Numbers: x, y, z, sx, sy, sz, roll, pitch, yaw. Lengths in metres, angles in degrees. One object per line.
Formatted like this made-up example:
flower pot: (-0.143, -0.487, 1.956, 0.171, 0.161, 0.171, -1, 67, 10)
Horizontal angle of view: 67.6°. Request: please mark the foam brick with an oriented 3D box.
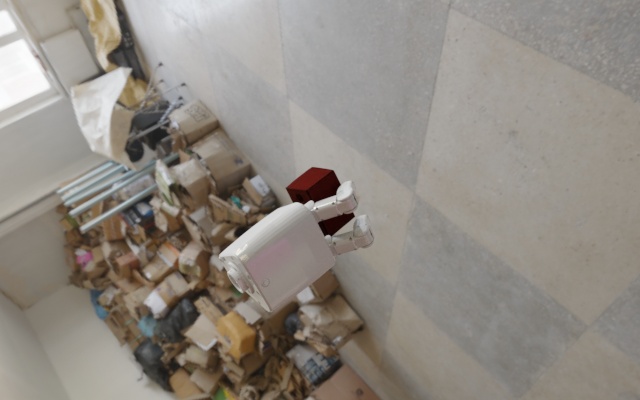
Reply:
foam brick: (0.000, 0.002, 0.638, 0.051, 0.078, 0.053, -37, 25, -25)
